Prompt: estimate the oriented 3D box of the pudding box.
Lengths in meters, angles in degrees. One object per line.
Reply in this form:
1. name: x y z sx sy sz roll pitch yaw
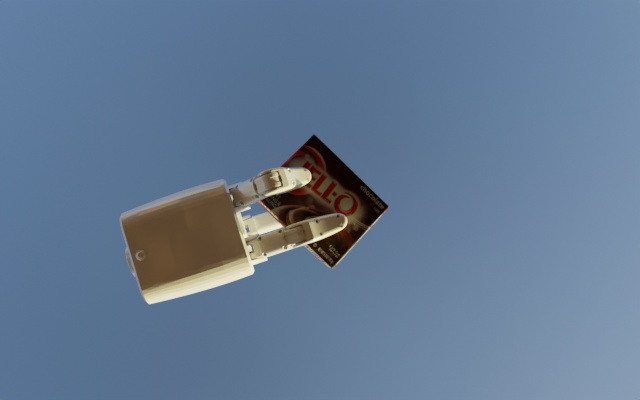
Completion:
1. pudding box: 0.000 0.002 0.502 0.113 0.090 0.039 44 -12 -2
